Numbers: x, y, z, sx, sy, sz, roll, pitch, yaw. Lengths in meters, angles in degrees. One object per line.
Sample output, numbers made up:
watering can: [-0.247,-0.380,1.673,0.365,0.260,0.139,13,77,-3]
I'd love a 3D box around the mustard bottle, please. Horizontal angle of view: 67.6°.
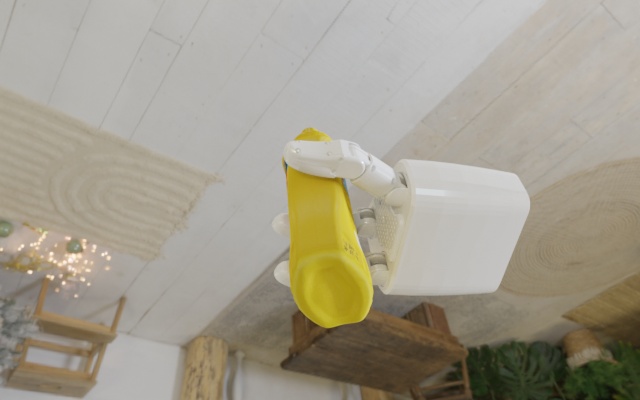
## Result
mustard bottle: [0.000,0.002,0.405,0.058,0.191,0.096,-14,-45,6]
